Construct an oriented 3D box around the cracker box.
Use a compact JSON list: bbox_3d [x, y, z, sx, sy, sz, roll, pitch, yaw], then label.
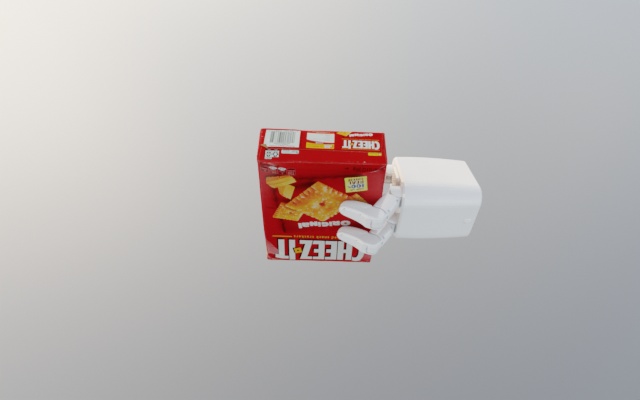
[{"bbox_3d":[0.000,0.002,0.676,0.164,0.072,0.214,2,-42,0],"label":"cracker box"}]
